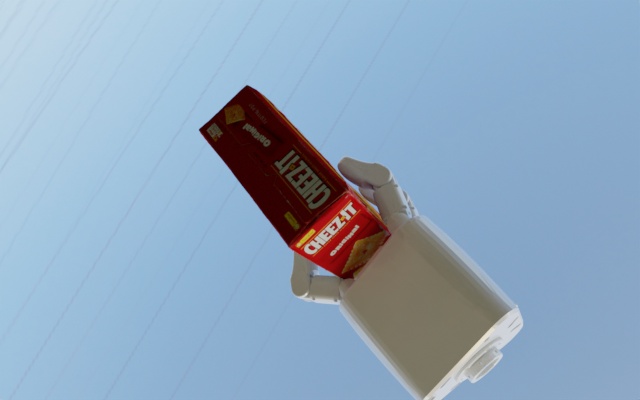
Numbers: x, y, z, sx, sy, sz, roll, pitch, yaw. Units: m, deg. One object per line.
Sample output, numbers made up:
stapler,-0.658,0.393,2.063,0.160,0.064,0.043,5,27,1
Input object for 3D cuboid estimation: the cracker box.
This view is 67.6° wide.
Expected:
cracker box,0.000,0.002,0.477,0.164,0.072,0.214,48,3,34
